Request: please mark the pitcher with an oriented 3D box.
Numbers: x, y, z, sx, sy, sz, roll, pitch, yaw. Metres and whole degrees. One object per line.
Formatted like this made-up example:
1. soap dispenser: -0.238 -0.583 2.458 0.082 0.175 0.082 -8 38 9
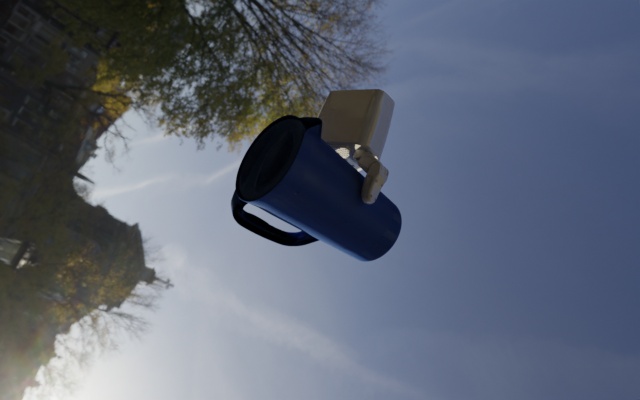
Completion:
1. pitcher: 0.000 0.002 0.697 0.243 0.145 0.149 35 -26 -35
